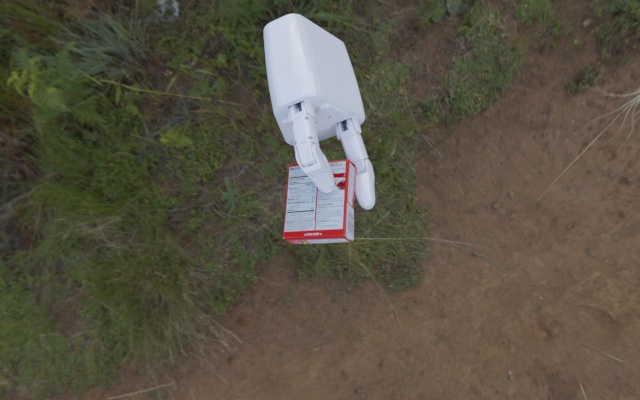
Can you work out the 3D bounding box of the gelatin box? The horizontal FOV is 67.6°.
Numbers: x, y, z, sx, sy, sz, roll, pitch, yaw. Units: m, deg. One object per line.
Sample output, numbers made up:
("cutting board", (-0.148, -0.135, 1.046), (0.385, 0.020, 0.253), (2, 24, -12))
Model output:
("gelatin box", (0.000, 0.002, 0.524), (0.073, 0.089, 0.030), (-4, -19, 23))
